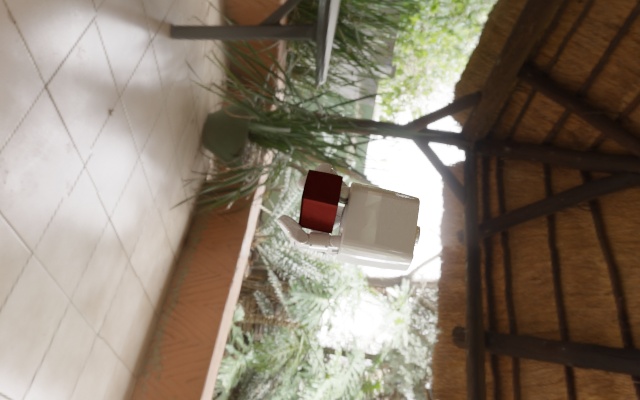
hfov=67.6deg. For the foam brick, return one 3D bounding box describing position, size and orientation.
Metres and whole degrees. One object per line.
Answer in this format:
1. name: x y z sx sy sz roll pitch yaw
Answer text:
1. foam brick: 0.000 0.002 0.682 0.051 0.053 0.078 12 -34 2
